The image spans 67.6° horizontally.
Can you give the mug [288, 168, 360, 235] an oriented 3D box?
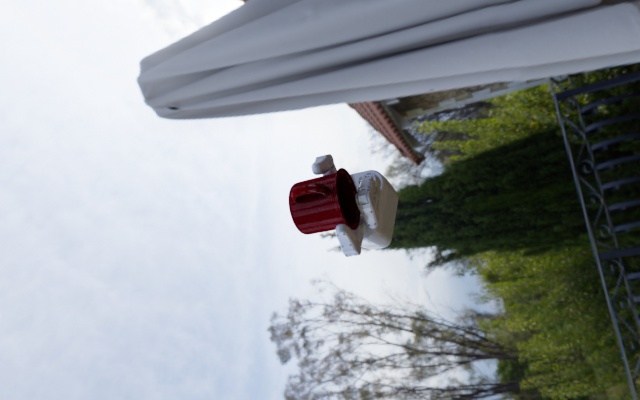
[{"bbox_3d":[-0.001,0.002,0.698,0.081,0.093,0.117,-12,-19,22],"label":"mug"}]
